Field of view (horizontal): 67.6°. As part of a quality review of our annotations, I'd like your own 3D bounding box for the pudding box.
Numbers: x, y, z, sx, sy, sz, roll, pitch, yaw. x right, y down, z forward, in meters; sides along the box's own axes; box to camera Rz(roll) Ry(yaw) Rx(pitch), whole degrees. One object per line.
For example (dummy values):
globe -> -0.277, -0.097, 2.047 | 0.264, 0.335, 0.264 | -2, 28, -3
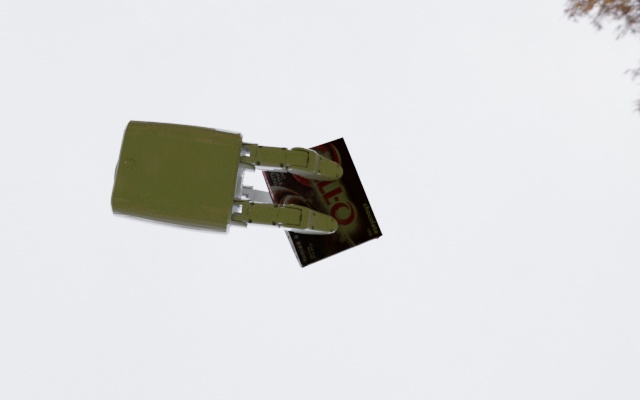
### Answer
pudding box -> 0.000, 0.002, 0.491 | 0.090, 0.113, 0.039 | -20, -5, -13
